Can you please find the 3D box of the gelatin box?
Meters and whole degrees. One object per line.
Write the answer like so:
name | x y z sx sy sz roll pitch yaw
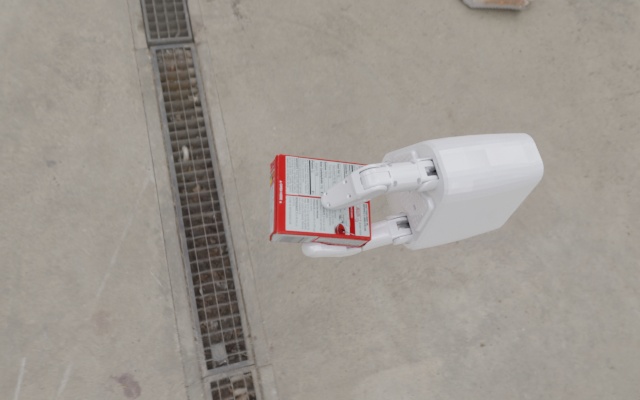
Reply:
gelatin box | 0.000 0.001 0.425 0.089 0.073 0.030 5 -21 -18
